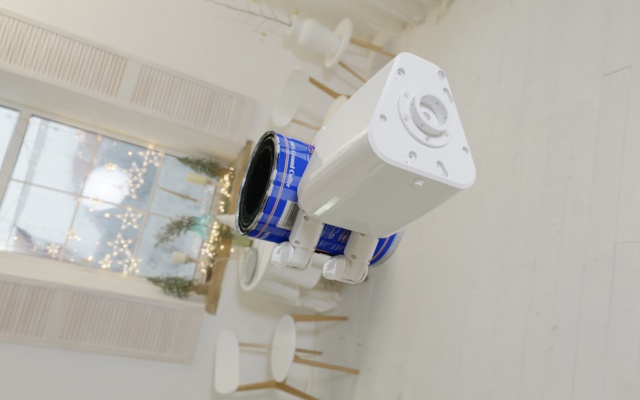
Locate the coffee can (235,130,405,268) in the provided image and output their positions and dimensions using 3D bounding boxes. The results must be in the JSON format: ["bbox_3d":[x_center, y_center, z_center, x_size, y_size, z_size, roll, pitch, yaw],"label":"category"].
[{"bbox_3d":[0.000,0.002,0.470,0.140,0.103,0.103,16,-6,-22],"label":"coffee can"}]
